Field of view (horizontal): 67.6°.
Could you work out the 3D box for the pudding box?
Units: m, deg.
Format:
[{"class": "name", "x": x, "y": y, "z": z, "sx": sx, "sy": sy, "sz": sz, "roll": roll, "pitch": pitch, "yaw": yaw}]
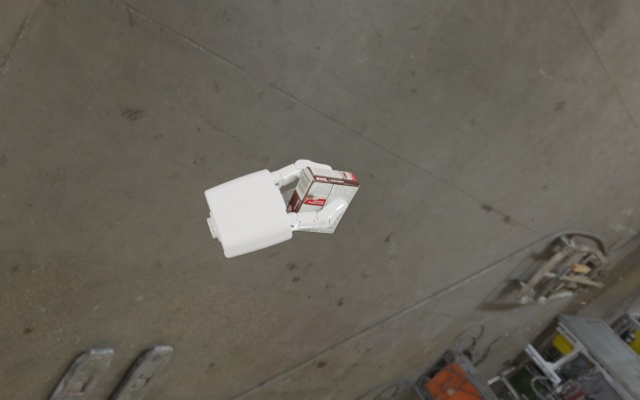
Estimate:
[{"class": "pudding box", "x": 0.000, "y": 0.003, "z": 0.780, "sx": 0.090, "sy": 0.113, "sz": 0.039, "roll": 5, "pitch": 40, "yaw": -31}]
